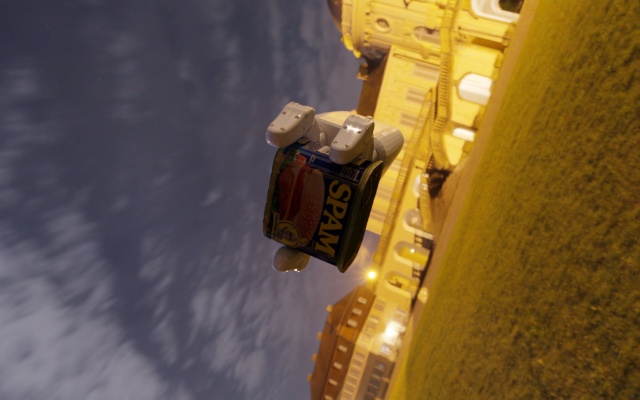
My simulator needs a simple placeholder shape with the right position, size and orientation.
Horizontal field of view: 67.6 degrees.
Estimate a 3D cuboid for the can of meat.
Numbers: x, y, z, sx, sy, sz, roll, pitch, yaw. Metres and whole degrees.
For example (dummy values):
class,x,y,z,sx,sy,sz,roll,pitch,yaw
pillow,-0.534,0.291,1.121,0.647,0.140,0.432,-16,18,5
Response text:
class,x,y,z,sx,sy,sz,roll,pitch,yaw
can of meat,0.000,0.001,0.428,0.084,0.102,0.057,21,25,16
